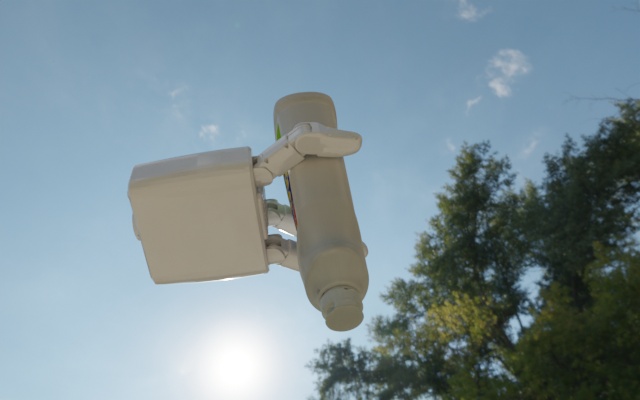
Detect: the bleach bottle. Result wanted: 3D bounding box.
[{"bbox_3d":[0.000,0.001,0.430,0.068,0.103,0.250,-7,38,-4],"label":"bleach bottle"}]
